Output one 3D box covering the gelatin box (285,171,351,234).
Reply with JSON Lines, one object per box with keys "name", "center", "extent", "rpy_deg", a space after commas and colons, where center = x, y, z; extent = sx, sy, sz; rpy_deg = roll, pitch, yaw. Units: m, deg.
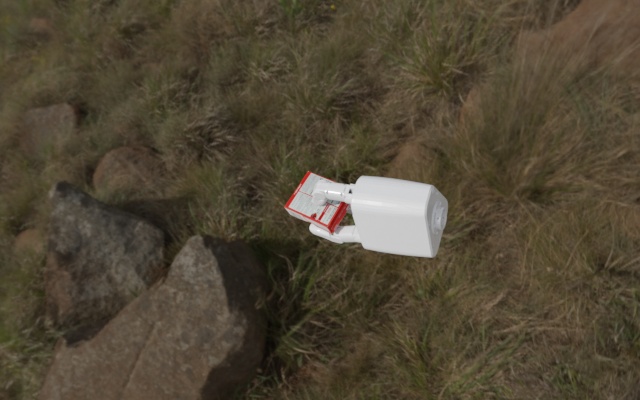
{"name": "gelatin box", "center": [0.000, 0.002, 0.750], "extent": [0.089, 0.073, 0.030], "rpy_deg": [23, -18, 29]}
